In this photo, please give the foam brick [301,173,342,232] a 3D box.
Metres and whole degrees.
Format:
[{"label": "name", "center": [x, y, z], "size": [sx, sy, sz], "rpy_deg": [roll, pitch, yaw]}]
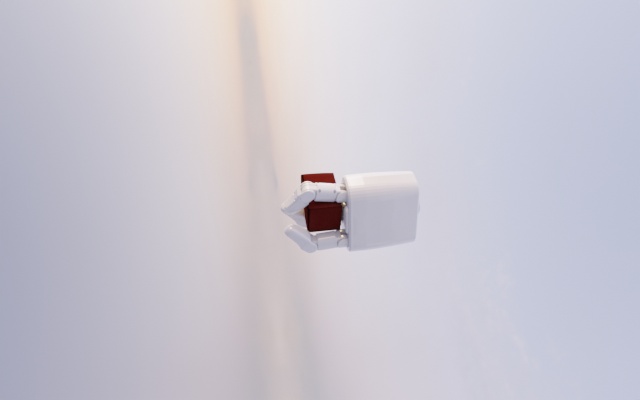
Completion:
[{"label": "foam brick", "center": [0.000, 0.002, 0.725], "size": [0.051, 0.078, 0.053], "rpy_deg": [-6, -44, -6]}]
